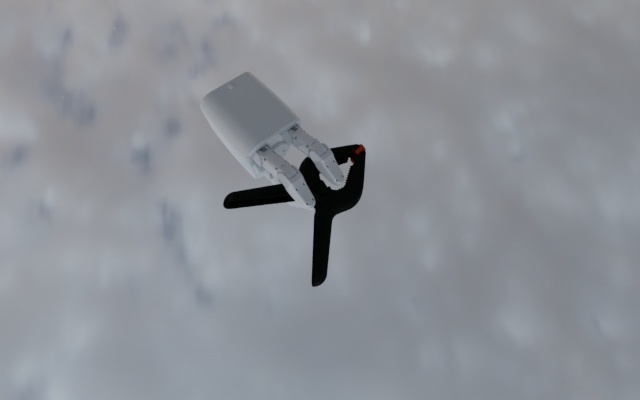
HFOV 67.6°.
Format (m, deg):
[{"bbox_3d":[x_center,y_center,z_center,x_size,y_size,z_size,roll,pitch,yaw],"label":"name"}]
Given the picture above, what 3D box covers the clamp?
[{"bbox_3d":[0.000,0.002,0.643,0.210,0.164,0.036,-38,-9,-26],"label":"clamp"}]
